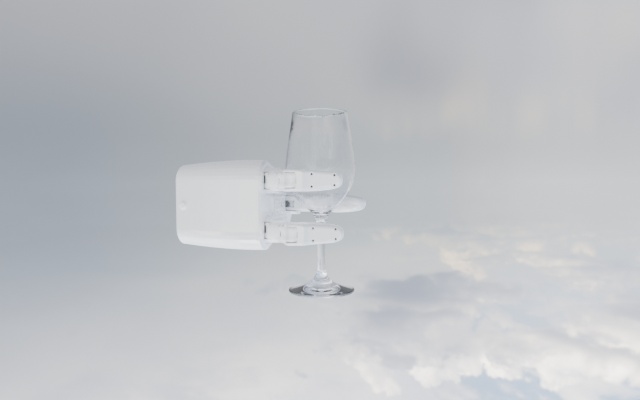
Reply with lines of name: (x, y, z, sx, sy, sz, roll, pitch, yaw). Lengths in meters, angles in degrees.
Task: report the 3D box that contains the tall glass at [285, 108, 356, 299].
tall glass: (0.000, 0.002, 0.534, 0.079, 0.201, 0.079, 0, 2, 0)
